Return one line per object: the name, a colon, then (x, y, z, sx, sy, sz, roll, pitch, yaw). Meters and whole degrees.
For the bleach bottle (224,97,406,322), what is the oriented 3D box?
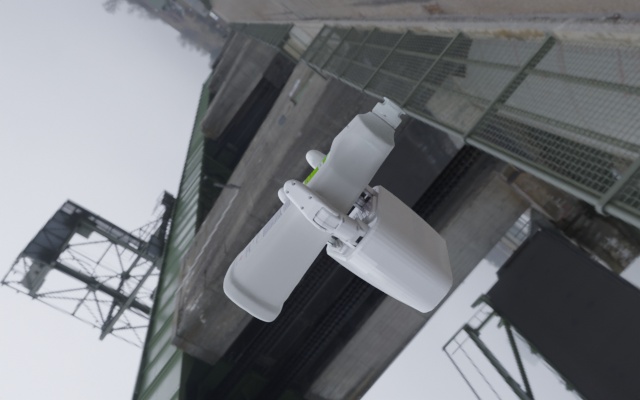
bleach bottle: (0.000, 0.002, 0.500, 0.068, 0.251, 0.102, 37, 9, -10)
